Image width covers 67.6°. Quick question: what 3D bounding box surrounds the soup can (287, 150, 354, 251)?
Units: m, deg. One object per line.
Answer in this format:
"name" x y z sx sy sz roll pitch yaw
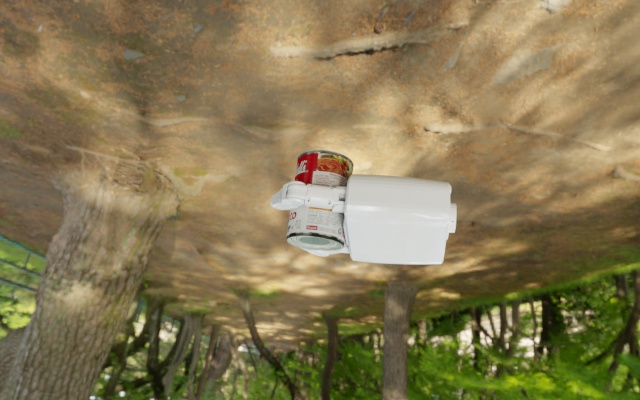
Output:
"soup can" 0.000 0.002 0.555 0.068 0.102 0.068 6 -19 2
